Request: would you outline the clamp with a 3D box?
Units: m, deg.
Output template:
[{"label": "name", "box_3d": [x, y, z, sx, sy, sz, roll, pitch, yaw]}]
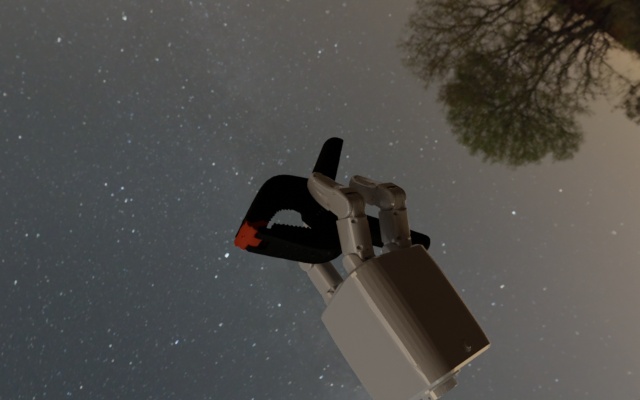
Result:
[{"label": "clamp", "box_3d": [-0.001, 0.002, 0.459, 0.210, 0.164, 0.036, -8, -36, -45]}]
